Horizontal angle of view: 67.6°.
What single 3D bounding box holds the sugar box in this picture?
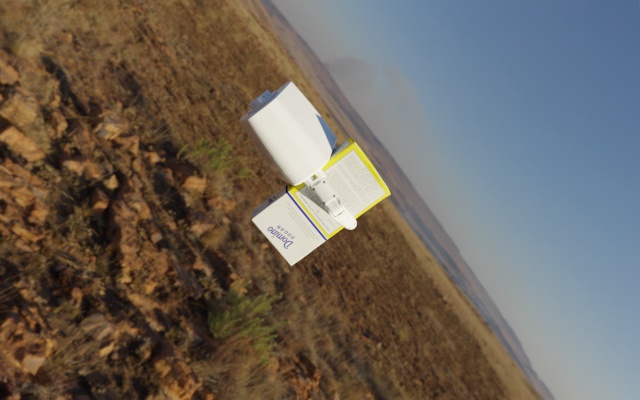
[{"bbox_3d":[0.000,0.002,0.669,0.176,0.093,0.048,-35,17,9],"label":"sugar box"}]
